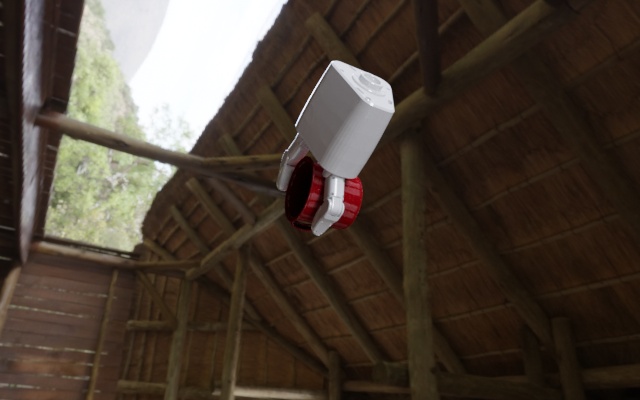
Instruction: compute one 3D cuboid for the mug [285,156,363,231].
[{"bbox_3d":[0.000,0.003,0.674,0.081,0.117,0.093,15,36,-23],"label":"mug"}]
